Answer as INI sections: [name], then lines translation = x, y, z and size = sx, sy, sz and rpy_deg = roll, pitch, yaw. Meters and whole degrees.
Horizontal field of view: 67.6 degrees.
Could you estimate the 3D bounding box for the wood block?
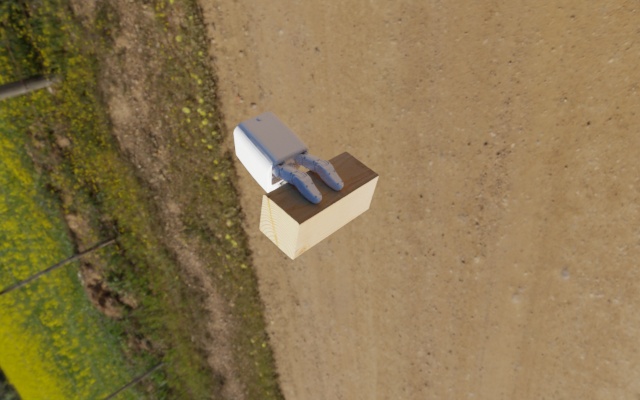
[wood block]
translation = 0.000, 0.003, 0.860
size = 0.090, 0.091, 0.206
rpy_deg = 39, 49, 25
